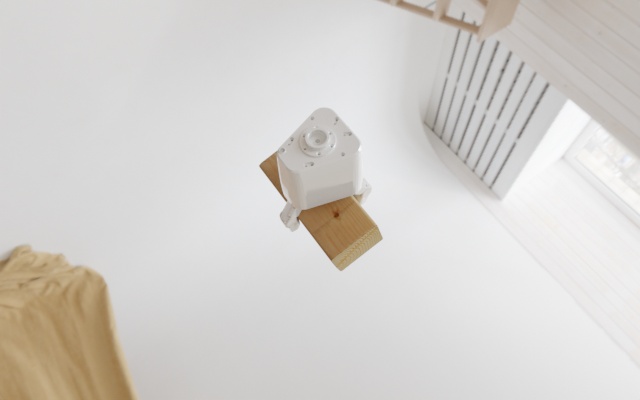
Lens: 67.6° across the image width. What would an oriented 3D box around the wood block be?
[{"bbox_3d":[0.000,0.003,0.787,0.091,0.206,0.090,-38,-23,-1],"label":"wood block"}]
